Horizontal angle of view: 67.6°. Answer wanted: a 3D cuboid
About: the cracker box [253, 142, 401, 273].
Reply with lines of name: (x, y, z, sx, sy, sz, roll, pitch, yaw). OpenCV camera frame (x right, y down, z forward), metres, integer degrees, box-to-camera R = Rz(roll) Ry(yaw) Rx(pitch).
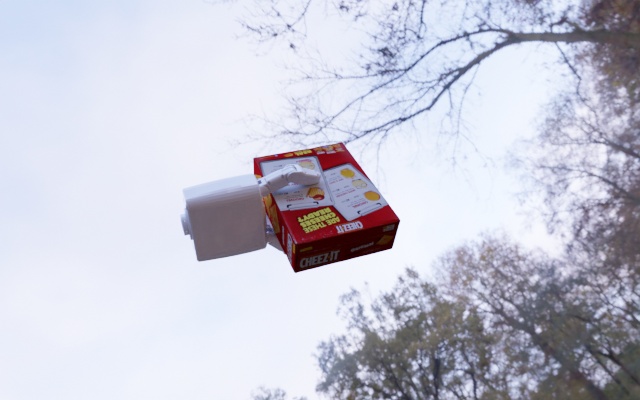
cracker box: (0.000, 0.002, 0.755, 0.164, 0.072, 0.213, -12, 43, -19)
